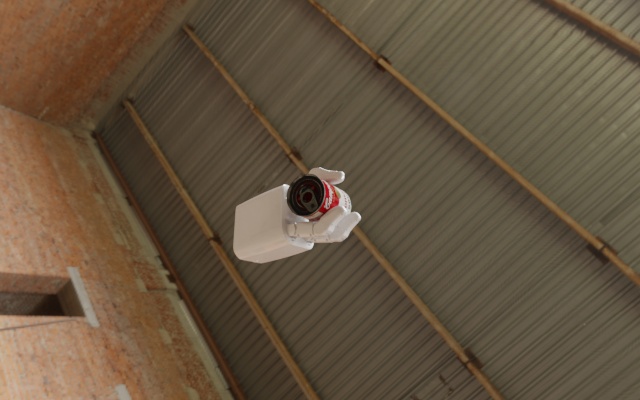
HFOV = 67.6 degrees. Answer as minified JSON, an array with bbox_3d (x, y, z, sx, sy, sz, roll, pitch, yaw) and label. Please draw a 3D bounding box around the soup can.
[{"bbox_3d":[0.001,0.002,0.772,0.068,0.068,0.102,0,-13,29],"label":"soup can"}]
